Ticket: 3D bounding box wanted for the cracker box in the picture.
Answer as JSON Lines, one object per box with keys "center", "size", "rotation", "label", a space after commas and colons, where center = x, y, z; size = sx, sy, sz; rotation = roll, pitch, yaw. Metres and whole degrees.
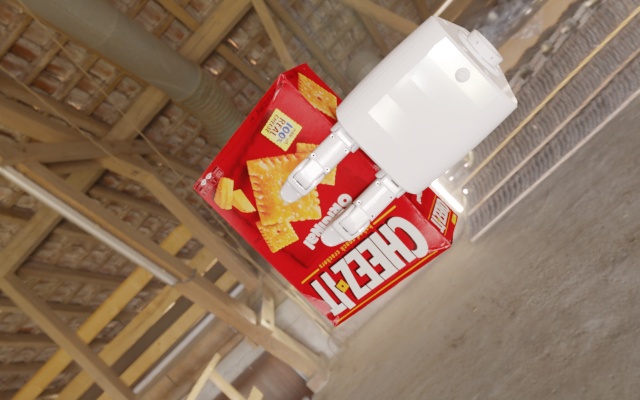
{"center": [0.000, 0.001, 0.475], "size": [0.164, 0.214, 0.072], "rotation": [-43, 4, 31], "label": "cracker box"}
